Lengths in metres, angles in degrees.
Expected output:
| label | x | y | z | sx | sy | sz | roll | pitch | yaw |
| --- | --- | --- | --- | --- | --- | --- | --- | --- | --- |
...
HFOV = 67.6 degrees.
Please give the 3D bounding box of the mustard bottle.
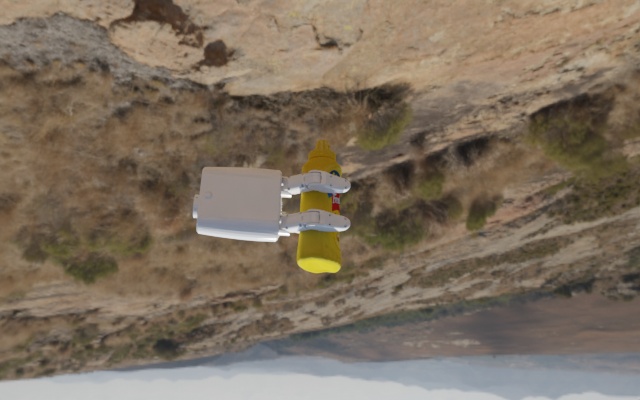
| label | x | y | z | sx | sy | sz | roll | pitch | yaw |
| --- | --- | --- | --- | --- | --- | --- | --- | --- | --- |
| mustard bottle | 0.000 | 0.002 | 0.685 | 0.058 | 0.191 | 0.096 | -4 | -20 | 15 |
